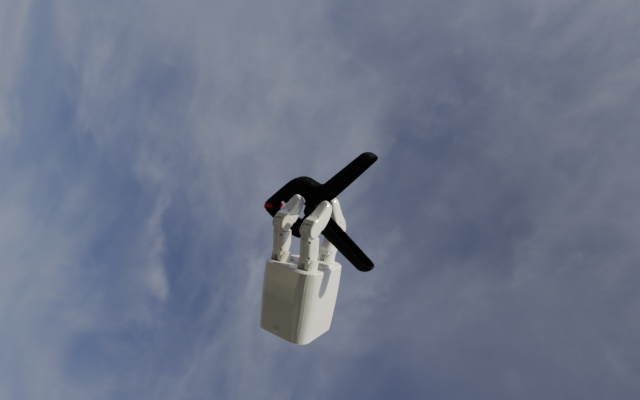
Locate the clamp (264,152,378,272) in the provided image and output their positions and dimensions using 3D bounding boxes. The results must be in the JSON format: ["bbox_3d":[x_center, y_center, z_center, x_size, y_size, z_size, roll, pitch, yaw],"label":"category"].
[{"bbox_3d":[0.000,0.002,0.711,0.210,0.164,0.036,12,8,39],"label":"clamp"}]
